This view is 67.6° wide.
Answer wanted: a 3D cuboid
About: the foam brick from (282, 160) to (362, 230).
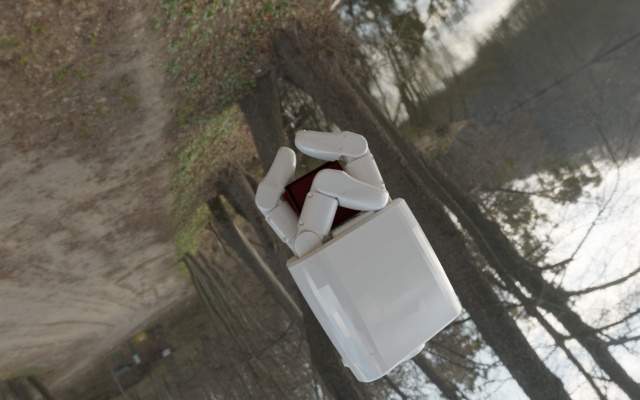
[{"bbox_3d":[0.000,0.001,0.437,0.053,0.051,0.078,-30,-2,-7],"label":"foam brick"}]
